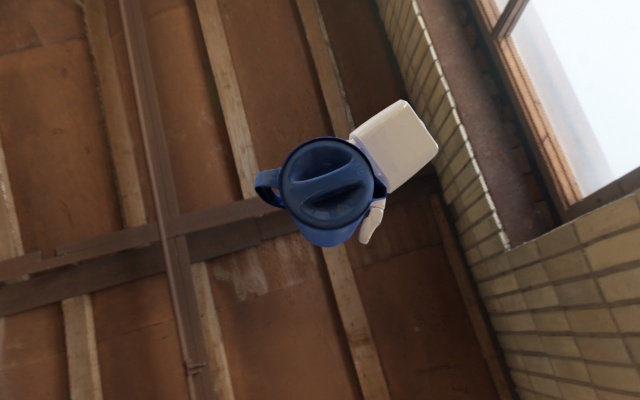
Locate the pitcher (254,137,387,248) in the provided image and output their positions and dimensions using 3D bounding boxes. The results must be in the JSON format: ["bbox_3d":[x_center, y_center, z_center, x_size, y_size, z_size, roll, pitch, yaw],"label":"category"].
[{"bbox_3d":[0.000,0.002,0.758,0.145,0.149,0.243,-39,-12,-9],"label":"pitcher"}]
